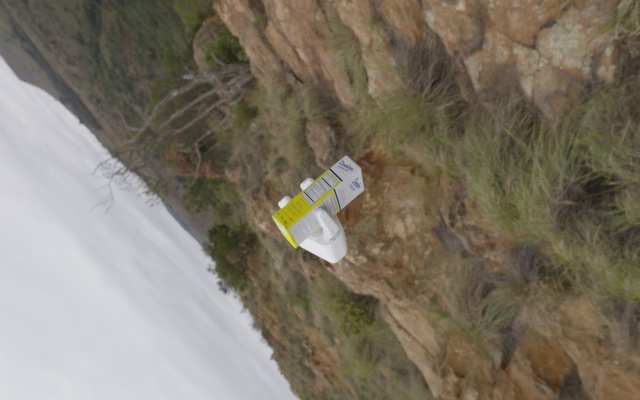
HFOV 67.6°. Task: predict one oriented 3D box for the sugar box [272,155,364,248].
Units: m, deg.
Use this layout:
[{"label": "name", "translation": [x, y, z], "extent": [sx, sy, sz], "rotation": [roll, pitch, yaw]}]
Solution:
[{"label": "sugar box", "translation": [0.000, 0.003, 0.877], "extent": [0.048, 0.176, 0.093], "rotation": [43, -12, 24]}]
